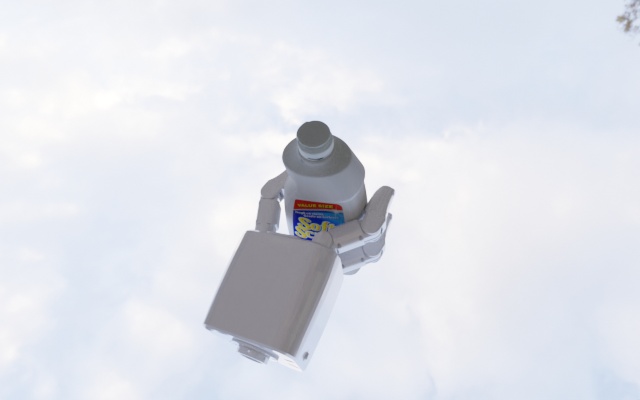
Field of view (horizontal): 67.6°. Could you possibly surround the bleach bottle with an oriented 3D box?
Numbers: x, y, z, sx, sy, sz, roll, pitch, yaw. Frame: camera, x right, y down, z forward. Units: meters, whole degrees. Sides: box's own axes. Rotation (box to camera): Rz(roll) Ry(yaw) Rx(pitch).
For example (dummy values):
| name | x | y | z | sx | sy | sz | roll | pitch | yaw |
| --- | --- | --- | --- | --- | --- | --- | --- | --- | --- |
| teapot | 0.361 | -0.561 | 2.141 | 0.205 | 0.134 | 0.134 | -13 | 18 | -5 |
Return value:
| name | x | y | z | sx | sy | sz | roll | pitch | yaw |
| --- | --- | --- | --- | --- | --- | --- | --- | --- | --- |
| bleach bottle | 0.000 | 0.002 | 0.508 | 0.102 | 0.068 | 0.251 | 16 | -25 | 15 |
